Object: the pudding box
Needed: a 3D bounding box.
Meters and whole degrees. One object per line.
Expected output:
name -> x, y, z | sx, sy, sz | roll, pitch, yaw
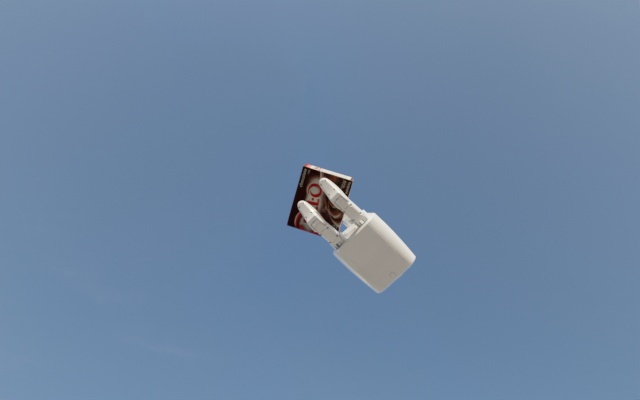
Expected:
pudding box -> 0.000, 0.003, 0.827 | 0.090, 0.113, 0.039 | 17, 11, 5
